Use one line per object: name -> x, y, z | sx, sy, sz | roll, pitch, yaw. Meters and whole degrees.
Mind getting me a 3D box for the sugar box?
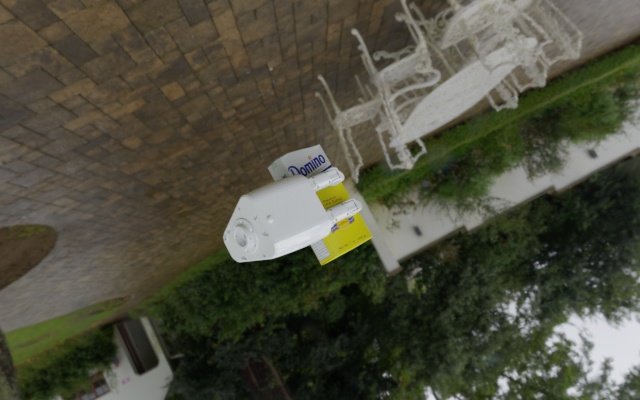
sugar box -> 0.000, 0.002, 0.751 | 0.093, 0.176, 0.048 | -23, -8, -42
